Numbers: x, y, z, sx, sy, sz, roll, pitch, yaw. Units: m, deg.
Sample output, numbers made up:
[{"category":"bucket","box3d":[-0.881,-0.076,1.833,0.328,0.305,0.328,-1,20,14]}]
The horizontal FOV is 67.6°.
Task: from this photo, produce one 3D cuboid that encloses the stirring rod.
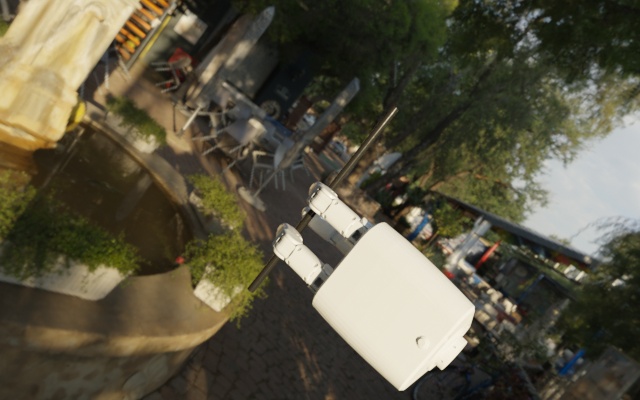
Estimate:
[{"category":"stirring rod","box3d":[0.000,0.002,0.488,0.011,0.239,0.011,38,8,-6]}]
